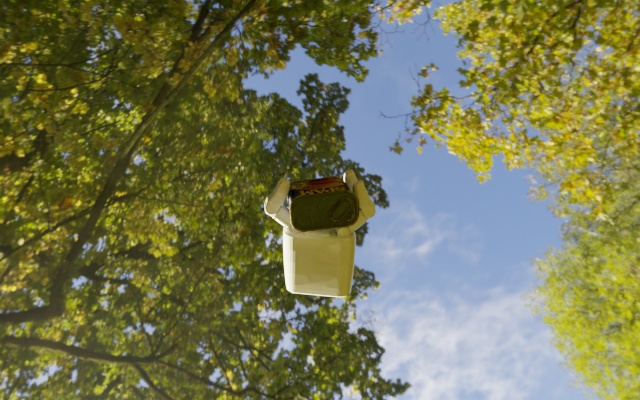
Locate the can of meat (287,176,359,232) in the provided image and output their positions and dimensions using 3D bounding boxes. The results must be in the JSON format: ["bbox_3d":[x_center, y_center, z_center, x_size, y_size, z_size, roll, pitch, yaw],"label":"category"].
[{"bbox_3d":[0.000,0.002,0.730,0.102,0.057,0.084,-7,21,-7],"label":"can of meat"}]
